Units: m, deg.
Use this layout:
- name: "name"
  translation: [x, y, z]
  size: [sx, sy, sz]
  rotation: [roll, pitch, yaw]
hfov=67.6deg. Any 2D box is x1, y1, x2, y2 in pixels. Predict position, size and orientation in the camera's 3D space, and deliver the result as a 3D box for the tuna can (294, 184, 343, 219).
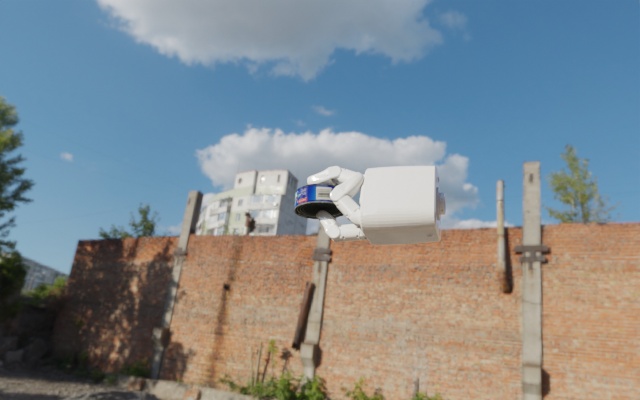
- name: "tuna can"
  translation: [0.000, 0.002, 0.783]
  size: [0.086, 0.033, 0.086]
  rotation: [0, -20, 0]
